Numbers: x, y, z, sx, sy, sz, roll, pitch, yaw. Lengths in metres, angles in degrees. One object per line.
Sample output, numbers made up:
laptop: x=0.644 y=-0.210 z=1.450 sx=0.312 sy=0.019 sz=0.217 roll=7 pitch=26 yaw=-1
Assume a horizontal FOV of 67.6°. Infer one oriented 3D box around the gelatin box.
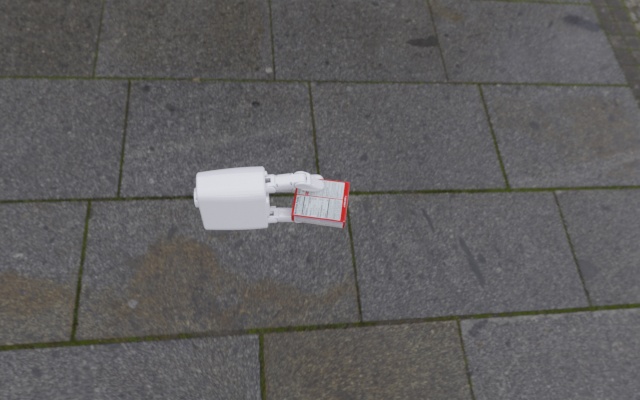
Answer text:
gelatin box: x=0.000 y=0.002 z=0.789 sx=0.089 sy=0.073 sz=0.030 roll=7 pitch=-25 yaw=3
